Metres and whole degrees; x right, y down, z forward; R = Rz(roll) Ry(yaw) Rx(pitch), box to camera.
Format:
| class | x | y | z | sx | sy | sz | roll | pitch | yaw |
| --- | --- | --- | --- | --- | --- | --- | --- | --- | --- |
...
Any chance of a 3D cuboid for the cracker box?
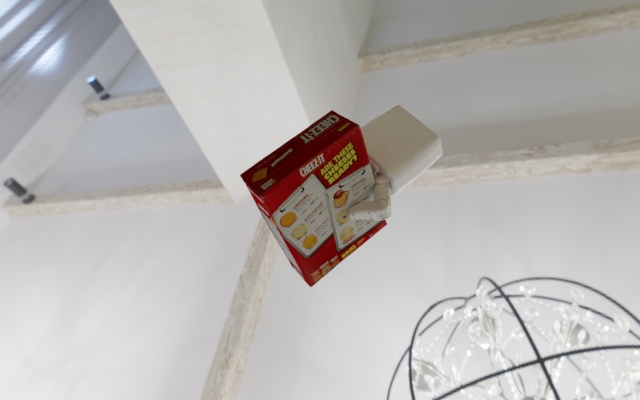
| class | x | y | z | sx | sy | sz | roll | pitch | yaw |
| --- | --- | --- | --- | --- | --- | --- | --- | --- | --- |
| cracker box | 0.000 | 0.002 | 0.698 | 0.164 | 0.214 | 0.072 | -37 | 46 | -14 |
